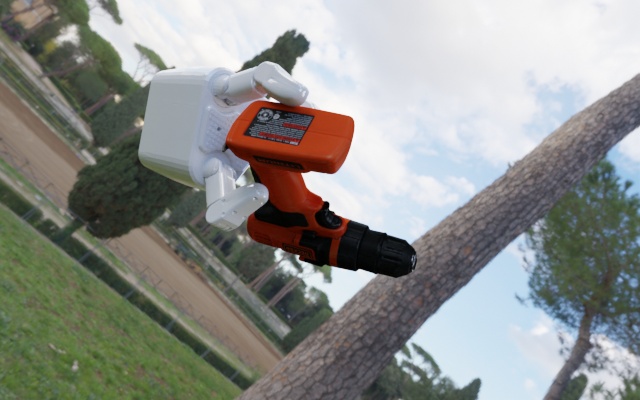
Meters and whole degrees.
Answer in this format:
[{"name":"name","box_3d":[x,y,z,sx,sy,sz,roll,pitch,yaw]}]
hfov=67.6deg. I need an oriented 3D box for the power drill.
[{"name":"power drill","box_3d":[0.000,0.001,0.444,0.184,0.057,0.188,12,-35,18]}]
